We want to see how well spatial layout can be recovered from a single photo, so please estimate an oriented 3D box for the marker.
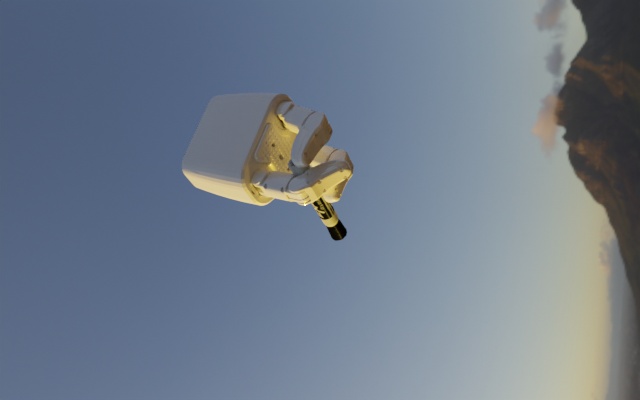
[{"bbox_3d":[0.000,0.002,0.492,0.020,0.020,0.121,0,-40,30],"label":"marker"}]
